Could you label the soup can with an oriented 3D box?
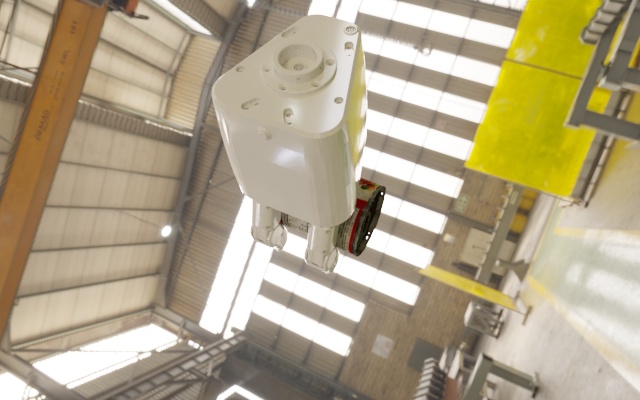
[{"bbox_3d":[0.000,0.001,0.440,0.102,0.068,0.068,21,6,17],"label":"soup can"}]
